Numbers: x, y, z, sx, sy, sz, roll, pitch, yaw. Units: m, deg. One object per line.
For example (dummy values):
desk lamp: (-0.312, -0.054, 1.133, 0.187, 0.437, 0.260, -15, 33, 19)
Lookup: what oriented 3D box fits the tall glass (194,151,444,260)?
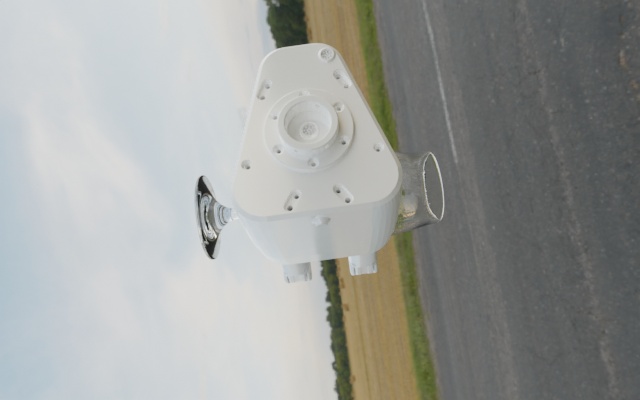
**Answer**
tall glass: (-0.001, 0.001, 0.414, 0.201, 0.079, 0.079, -8, 0, 1)
